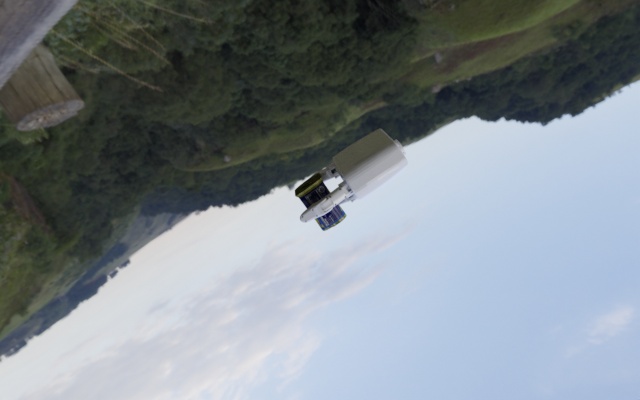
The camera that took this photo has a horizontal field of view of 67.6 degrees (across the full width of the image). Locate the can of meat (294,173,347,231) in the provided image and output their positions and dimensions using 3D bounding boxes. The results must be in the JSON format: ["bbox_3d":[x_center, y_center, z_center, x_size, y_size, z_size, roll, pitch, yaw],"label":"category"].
[{"bbox_3d":[0.000,0.003,0.868,0.057,0.084,0.102,-35,10,2],"label":"can of meat"}]
